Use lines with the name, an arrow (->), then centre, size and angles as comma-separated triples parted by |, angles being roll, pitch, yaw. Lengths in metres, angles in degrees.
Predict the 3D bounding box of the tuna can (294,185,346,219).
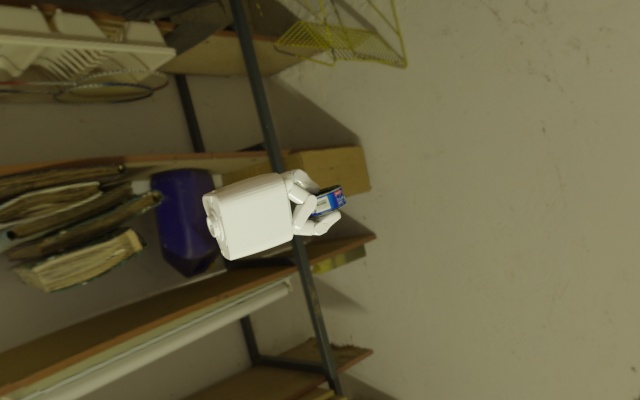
tuna can -> 0.000, 0.003, 0.821 | 0.086, 0.034, 0.086 | -19, 7, 2
